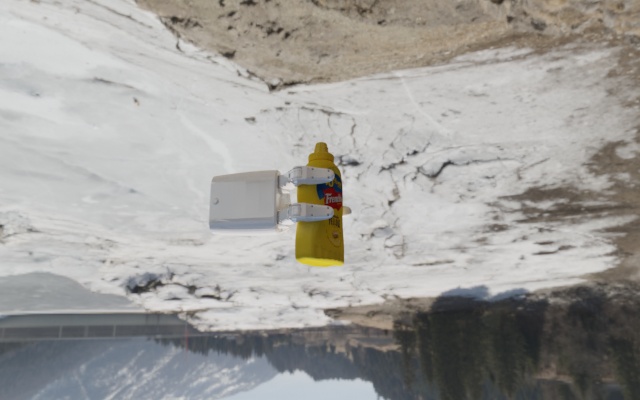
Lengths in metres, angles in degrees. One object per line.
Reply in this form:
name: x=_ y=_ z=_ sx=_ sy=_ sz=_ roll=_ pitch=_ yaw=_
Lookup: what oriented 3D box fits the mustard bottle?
mustard bottle: x=0.000 y=0.003 z=0.733 sx=0.058 sy=0.191 sz=0.096 roll=-10 pitch=-18 yaw=32
